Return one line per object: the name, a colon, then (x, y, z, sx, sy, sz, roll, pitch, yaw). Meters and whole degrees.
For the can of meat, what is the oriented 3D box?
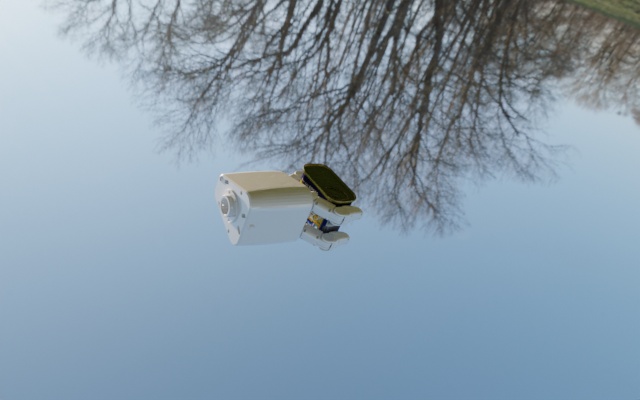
can of meat: (0.000, 0.003, 0.780, 0.057, 0.084, 0.102, -6, 42, -40)
